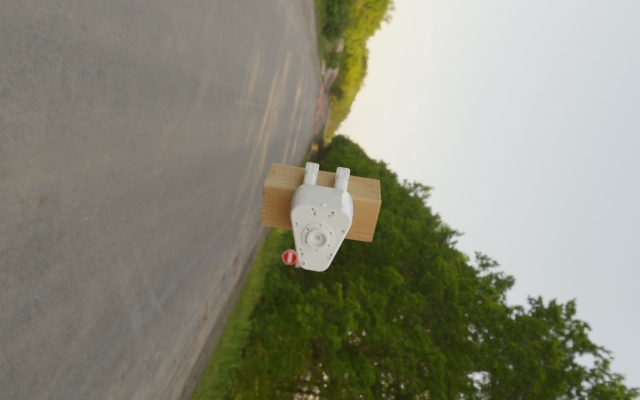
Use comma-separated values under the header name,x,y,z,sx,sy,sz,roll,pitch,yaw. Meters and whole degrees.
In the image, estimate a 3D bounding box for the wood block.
name,x,y,z,sx,sy,sz,roll,pitch,yaw
wood block,0.000,0.003,0.882,0.206,0.091,0.090,9,30,-1
